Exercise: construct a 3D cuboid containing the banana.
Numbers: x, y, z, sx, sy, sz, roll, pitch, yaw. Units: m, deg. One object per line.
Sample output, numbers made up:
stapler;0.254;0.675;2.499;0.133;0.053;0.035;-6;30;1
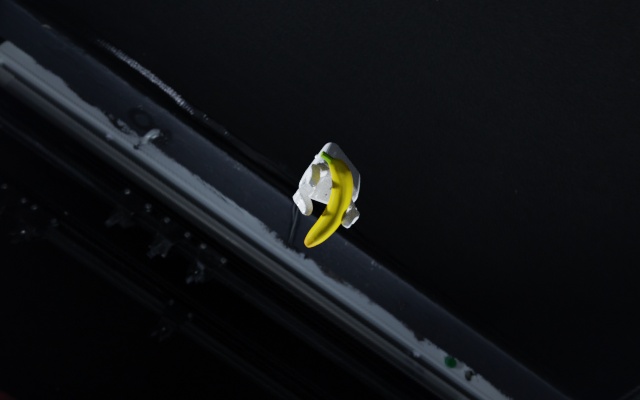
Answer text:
banana;0.019;0.003;0.863;0.069;0.198;0.037;10;27;0
